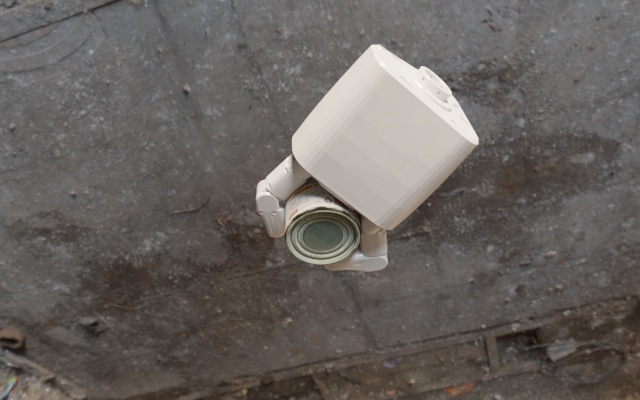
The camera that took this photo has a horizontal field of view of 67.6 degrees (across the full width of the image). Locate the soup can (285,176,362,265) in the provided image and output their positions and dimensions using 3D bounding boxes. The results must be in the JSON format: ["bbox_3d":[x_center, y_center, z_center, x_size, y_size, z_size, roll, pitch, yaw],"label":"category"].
[{"bbox_3d":[0.000,0.002,0.449,0.068,0.069,0.102,0,39,-4],"label":"soup can"}]
